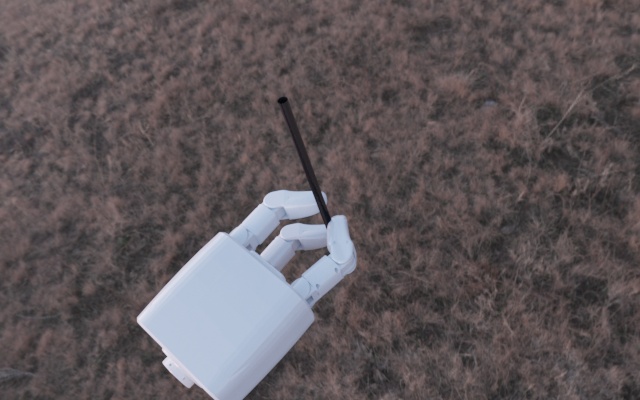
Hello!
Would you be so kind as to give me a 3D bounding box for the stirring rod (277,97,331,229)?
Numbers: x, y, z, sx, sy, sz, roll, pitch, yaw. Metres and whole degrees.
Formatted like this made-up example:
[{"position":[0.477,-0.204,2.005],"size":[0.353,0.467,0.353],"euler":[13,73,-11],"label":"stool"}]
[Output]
[{"position":[0.000,0.002,0.443],"size":[0.011,0.011,0.240],"euler":[0,-39,18],"label":"stirring rod"}]
